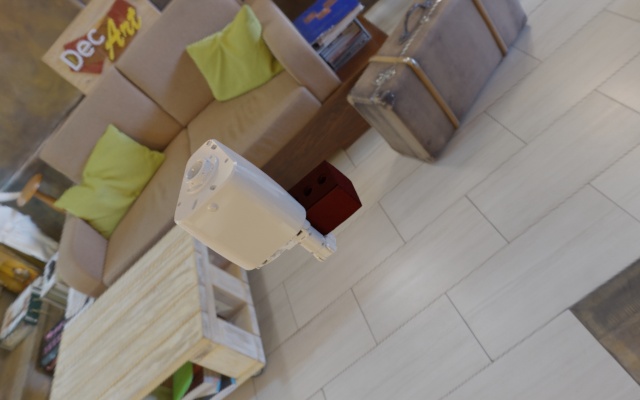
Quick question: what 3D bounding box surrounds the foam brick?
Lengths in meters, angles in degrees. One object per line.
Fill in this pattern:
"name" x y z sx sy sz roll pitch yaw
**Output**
"foam brick" 0.000 0.002 0.568 0.051 0.078 0.053 39 17 -36
